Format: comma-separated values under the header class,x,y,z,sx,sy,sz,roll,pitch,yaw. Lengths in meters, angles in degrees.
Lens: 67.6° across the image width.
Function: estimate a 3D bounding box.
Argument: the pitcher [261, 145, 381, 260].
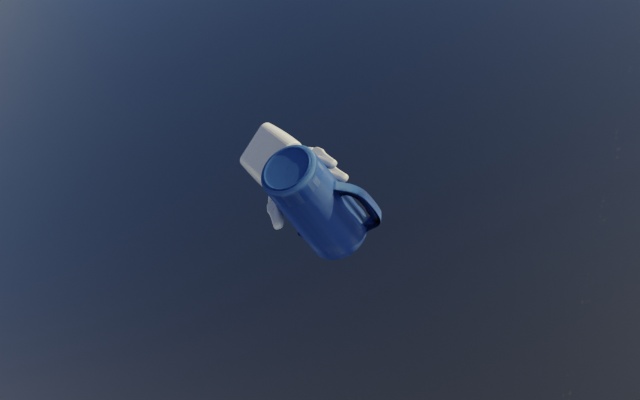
class,x,y,z,sx,sy,sz,roll,pitch,yaw
pitcher,0.000,0.003,0.898,0.145,0.149,0.243,42,-6,39
